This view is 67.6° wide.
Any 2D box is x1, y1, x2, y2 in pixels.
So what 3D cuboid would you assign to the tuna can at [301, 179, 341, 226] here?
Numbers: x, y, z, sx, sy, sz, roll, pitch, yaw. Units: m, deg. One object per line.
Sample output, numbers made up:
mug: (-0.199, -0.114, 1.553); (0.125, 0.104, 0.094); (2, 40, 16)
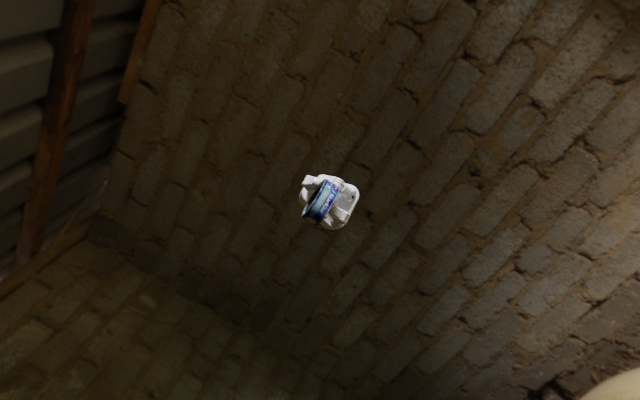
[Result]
tuna can: (0.000, 0.003, 0.885); (0.034, 0.086, 0.086); (32, -5, -7)
